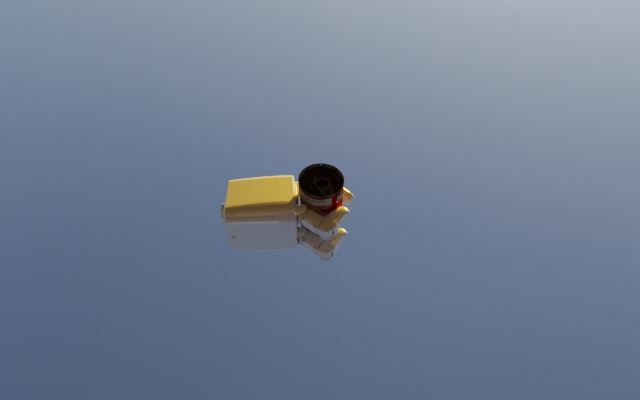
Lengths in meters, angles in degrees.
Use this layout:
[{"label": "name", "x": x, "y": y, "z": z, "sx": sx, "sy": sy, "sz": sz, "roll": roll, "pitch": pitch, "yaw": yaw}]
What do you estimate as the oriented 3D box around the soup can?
[{"label": "soup can", "x": 0.001, "y": 0.002, "z": 0.736, "sx": 0.068, "sy": 0.068, "sz": 0.102, "roll": 0, "pitch": -41, "yaw": -1}]
